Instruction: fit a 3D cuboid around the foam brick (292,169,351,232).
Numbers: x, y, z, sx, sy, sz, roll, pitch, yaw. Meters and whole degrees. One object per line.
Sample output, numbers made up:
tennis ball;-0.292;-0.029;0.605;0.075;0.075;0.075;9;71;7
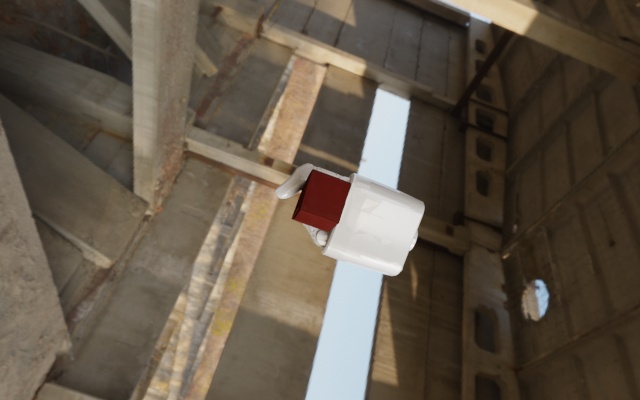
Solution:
foam brick;0.000;0.002;0.588;0.051;0.053;0.078;20;-14;-5
